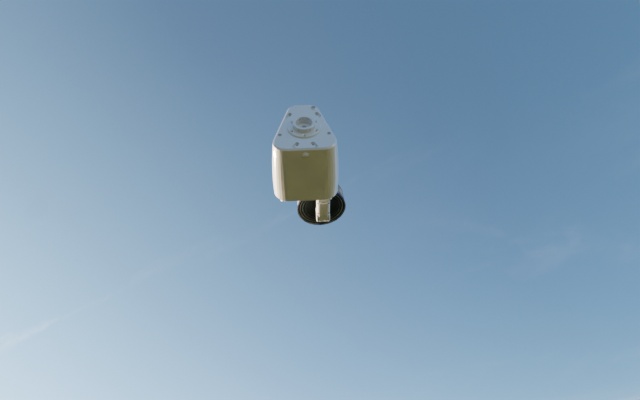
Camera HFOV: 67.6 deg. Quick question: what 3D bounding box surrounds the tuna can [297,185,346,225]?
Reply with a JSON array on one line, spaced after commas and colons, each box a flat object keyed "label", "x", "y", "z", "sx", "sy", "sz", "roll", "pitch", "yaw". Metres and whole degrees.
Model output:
[{"label": "tuna can", "x": 0.000, "y": 0.002, "z": 0.849, "sx": 0.086, "sy": 0.033, "sz": 0.086, "roll": -5, "pitch": -45, "yaw": -4}]
